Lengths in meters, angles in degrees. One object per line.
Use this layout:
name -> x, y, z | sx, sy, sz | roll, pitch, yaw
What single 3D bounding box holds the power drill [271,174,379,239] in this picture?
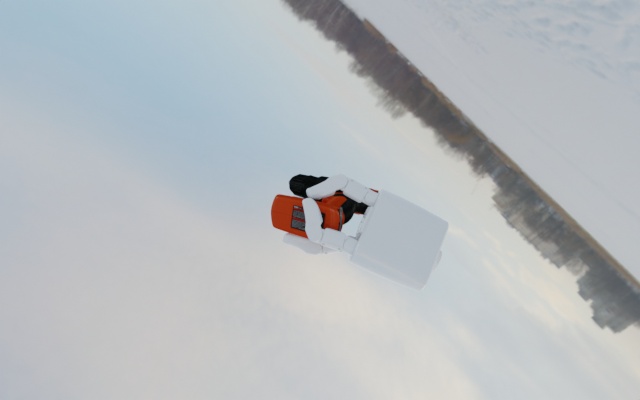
power drill -> 0.000, 0.003, 0.754 | 0.184, 0.057, 0.187 | 13, 19, 23
